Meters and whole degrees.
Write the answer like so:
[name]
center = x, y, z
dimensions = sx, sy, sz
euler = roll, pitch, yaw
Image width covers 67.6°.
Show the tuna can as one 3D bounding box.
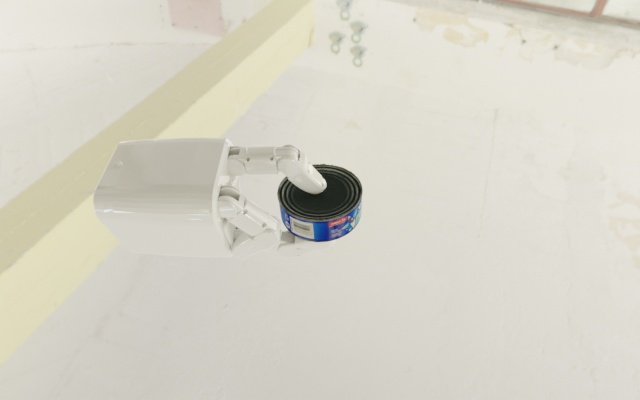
[tuna can]
center = 0.000, 0.002, 0.489
dimensions = 0.086, 0.034, 0.086
euler = -2, 42, 2
